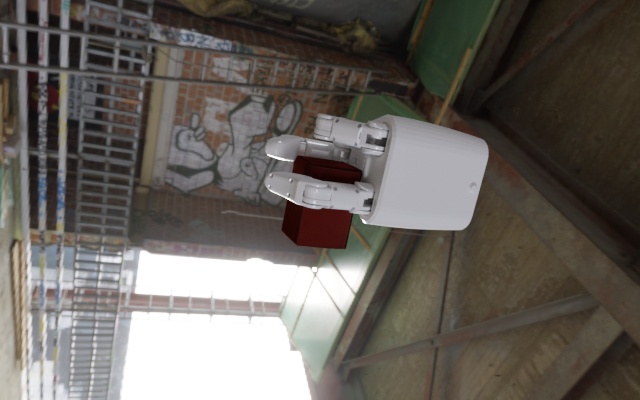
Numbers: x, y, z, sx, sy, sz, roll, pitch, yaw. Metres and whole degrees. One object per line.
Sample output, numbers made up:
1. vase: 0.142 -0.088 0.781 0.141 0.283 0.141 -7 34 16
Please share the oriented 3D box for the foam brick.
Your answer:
1. foam brick: 0.000 0.002 0.452 0.051 0.078 0.053 7 12 -22
